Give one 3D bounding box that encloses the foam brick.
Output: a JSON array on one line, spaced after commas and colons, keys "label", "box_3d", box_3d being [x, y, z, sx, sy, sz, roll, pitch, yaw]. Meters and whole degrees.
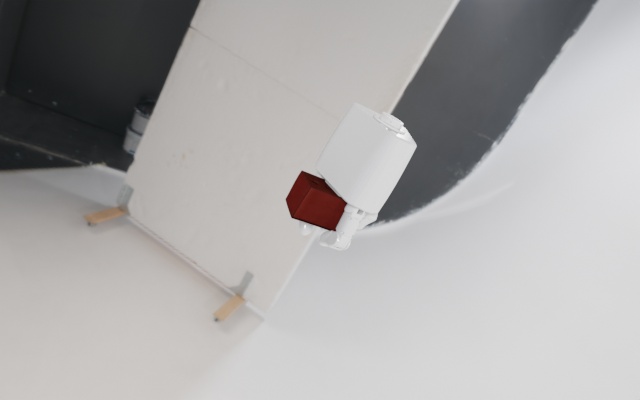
[{"label": "foam brick", "box_3d": [0.000, 0.002, 0.650, 0.078, 0.051, 0.053, 20, 22, -26]}]
